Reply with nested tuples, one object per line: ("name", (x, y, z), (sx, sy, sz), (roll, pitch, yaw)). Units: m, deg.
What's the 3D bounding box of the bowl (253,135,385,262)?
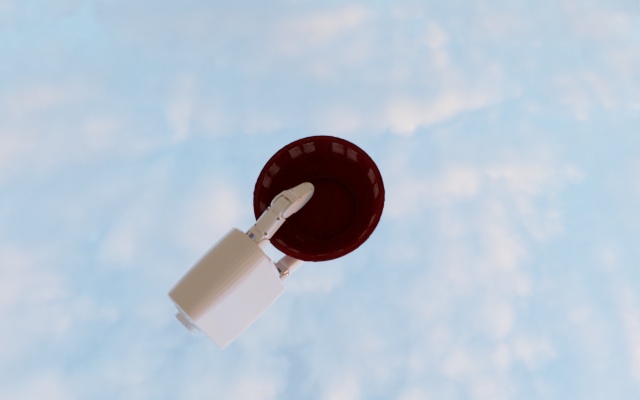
("bowl", (0.001, 0.001, 0.600), (0.162, 0.162, 0.055), (0, -17, 9))
